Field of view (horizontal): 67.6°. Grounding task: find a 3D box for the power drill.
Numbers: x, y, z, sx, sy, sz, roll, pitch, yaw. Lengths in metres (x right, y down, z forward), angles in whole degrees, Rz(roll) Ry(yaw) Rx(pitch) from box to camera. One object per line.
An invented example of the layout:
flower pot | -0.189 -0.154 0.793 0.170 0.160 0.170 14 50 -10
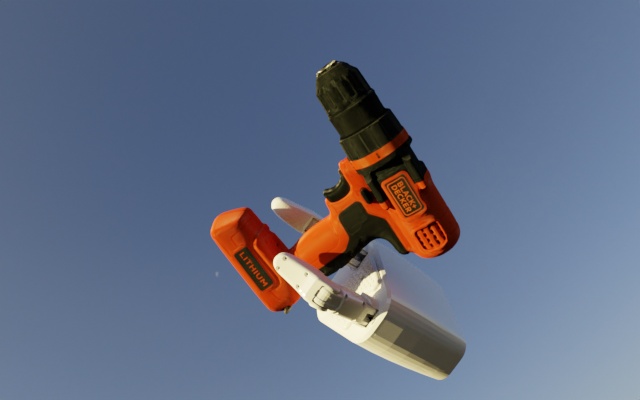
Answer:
power drill | 0.000 0.002 0.413 0.188 0.184 0.057 -31 12 19
